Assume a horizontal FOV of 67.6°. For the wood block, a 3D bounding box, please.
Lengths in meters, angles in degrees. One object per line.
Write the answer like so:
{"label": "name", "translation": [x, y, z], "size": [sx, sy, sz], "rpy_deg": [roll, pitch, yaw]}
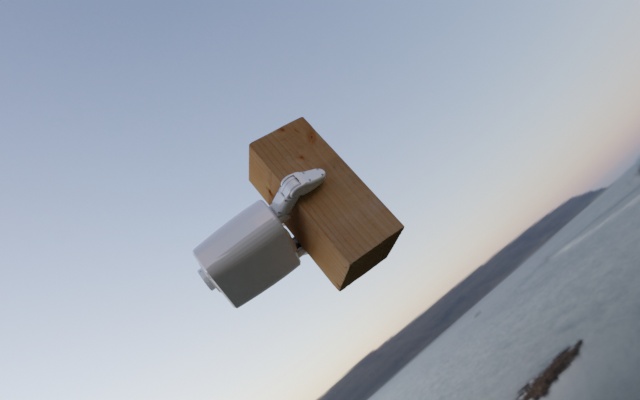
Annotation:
{"label": "wood block", "translation": [0.000, 0.002, 0.628], "size": [0.090, 0.206, 0.091], "rpy_deg": [-31, -22, -24]}
